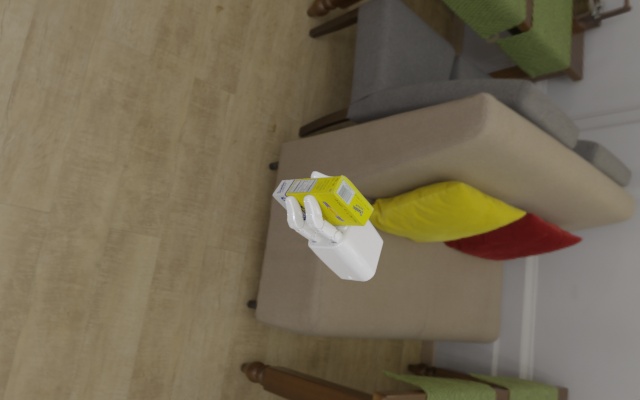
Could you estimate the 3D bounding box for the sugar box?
[{"bbox_3d":[0.000,0.003,0.860,0.176,0.048,0.093,-5,-44,49],"label":"sugar box"}]
